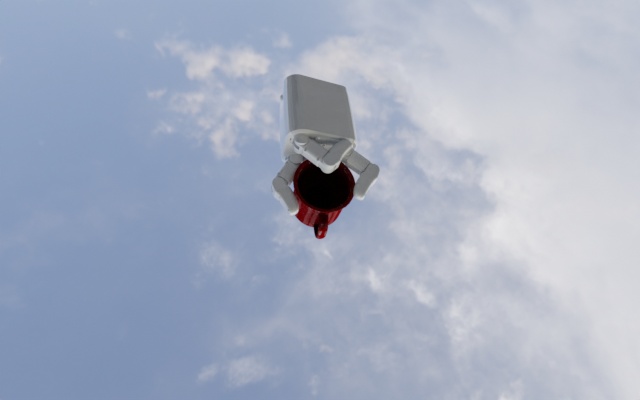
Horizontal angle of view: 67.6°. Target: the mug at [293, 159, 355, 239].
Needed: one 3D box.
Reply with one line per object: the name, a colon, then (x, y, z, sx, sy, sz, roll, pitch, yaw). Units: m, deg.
mug: (0.000, 0.004, 0.727, 0.093, 0.117, 0.081, 1, -25, -11)
